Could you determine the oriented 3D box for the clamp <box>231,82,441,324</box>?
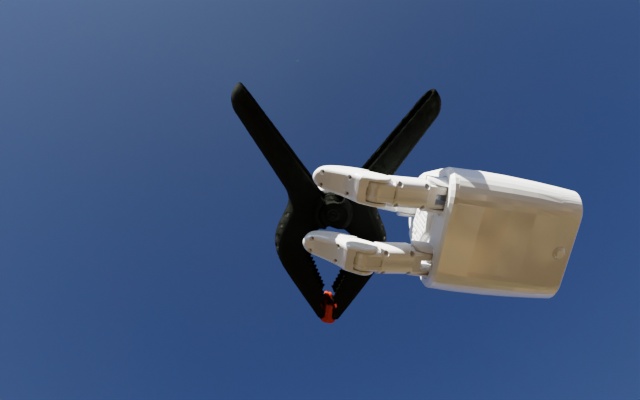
[{"bbox_3d":[0.000,0.002,0.401,0.164,0.210,0.036,8,16,-2],"label":"clamp"}]
